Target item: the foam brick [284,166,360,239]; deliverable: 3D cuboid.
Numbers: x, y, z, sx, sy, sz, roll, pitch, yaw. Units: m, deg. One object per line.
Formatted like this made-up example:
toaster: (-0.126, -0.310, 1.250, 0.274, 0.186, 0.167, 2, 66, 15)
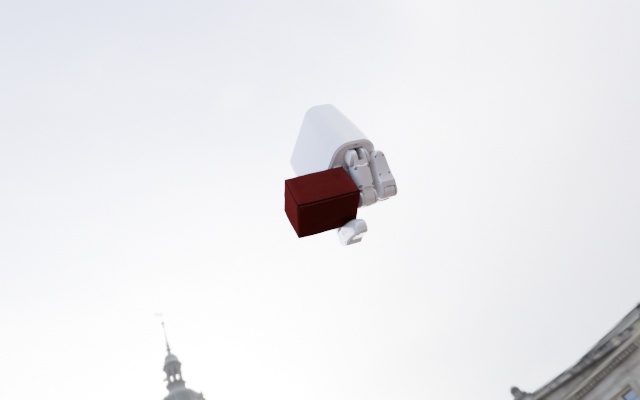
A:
foam brick: (0.000, 0.002, 0.563, 0.078, 0.053, 0.051, -14, 45, -19)
